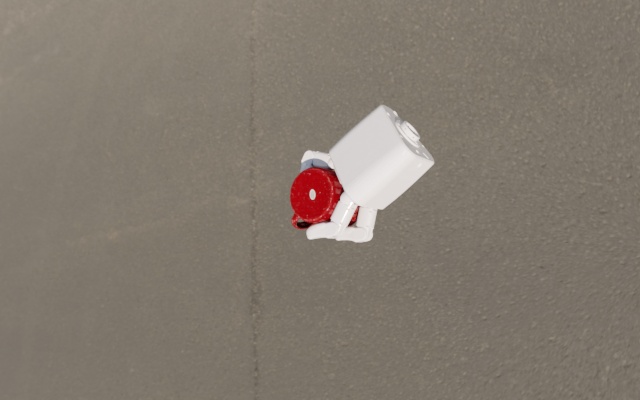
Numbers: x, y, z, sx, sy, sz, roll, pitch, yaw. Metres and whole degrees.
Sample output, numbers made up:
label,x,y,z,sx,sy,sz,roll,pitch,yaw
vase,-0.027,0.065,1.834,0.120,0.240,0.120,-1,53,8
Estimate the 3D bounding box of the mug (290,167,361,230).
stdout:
label,x,y,z,sx,sy,sz,roll,pitch,yaw
mug,-0.001,0.003,0.725,0.117,0.093,0.081,-43,-27,24
